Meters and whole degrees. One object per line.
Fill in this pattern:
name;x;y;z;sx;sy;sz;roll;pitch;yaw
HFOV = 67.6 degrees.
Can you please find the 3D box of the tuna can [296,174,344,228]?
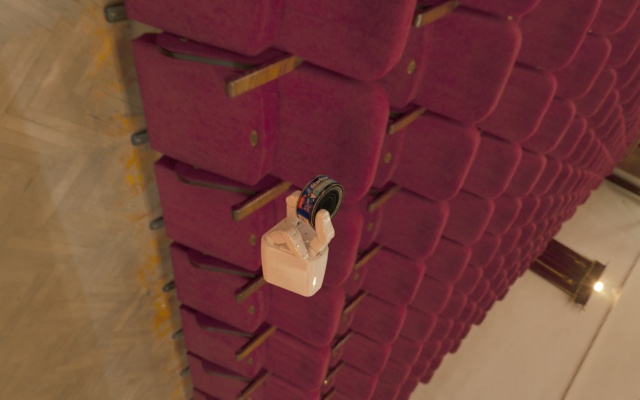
tuna can;0.001;0.003;0.785;0.033;0.086;0.086;31;16;29
